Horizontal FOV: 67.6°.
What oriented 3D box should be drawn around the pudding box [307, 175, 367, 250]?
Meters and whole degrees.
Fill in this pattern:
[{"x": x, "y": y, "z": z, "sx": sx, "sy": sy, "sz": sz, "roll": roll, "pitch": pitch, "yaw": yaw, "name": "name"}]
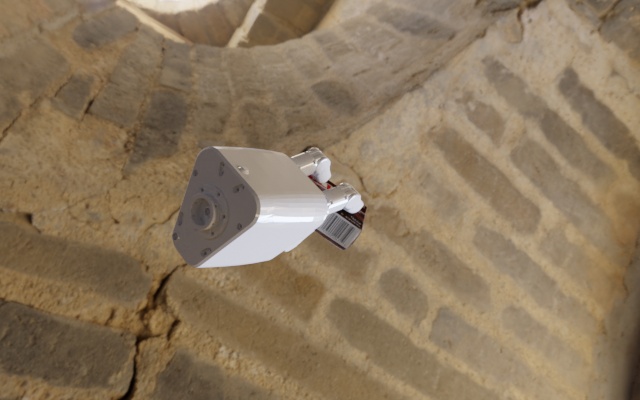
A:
[{"x": 0.000, "y": 0.002, "z": 0.581, "sx": 0.113, "sy": 0.039, "sz": 0.090, "roll": 37, "pitch": 20, "yaw": -3, "name": "pudding box"}]
